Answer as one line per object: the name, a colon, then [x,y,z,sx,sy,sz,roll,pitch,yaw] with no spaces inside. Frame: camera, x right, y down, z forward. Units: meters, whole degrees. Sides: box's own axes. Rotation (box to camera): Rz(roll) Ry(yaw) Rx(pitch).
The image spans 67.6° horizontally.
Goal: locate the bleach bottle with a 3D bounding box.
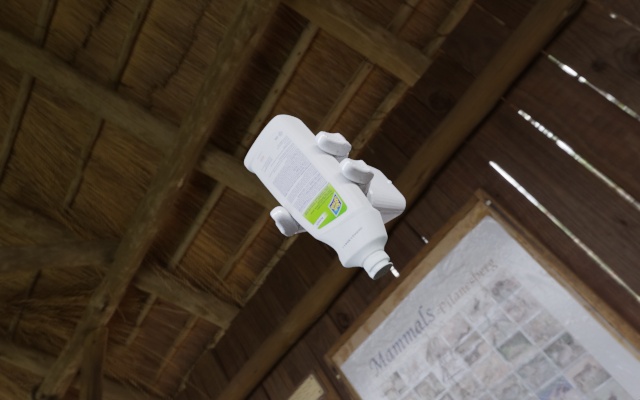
bleach bottle: [0.000,0.002,0.616,0.068,0.102,0.250,5,40,-51]
